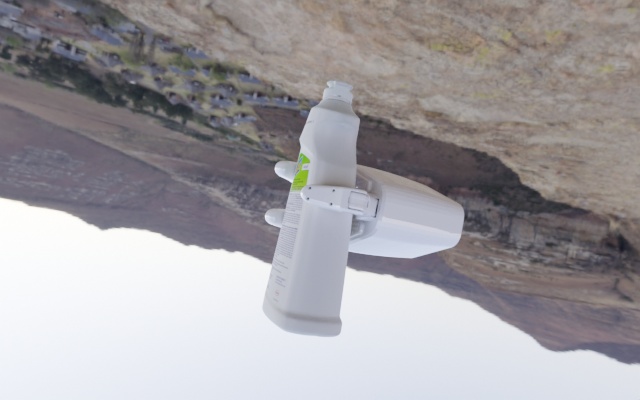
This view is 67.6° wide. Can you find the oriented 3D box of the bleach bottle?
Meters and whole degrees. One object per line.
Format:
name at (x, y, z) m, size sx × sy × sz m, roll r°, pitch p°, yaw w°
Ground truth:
bleach bottle at (0.000, 0.002, 0.490) m, size 0.068 × 0.251 × 0.102 m, roll 12°, pitch -2°, yaw -22°
